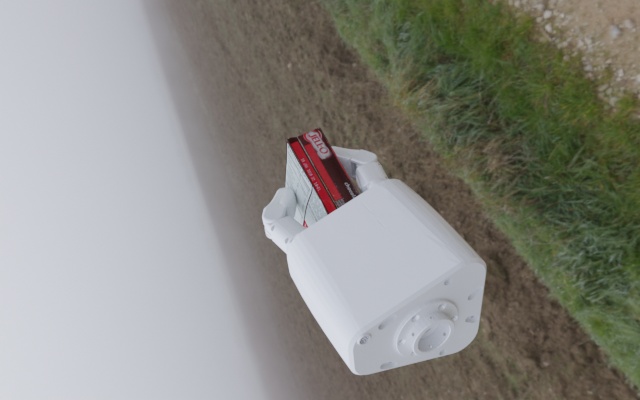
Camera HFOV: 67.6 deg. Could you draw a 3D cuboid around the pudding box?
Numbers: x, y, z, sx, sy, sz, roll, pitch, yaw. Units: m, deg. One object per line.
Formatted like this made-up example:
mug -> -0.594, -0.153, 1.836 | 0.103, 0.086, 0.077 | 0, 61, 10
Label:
pudding box -> 0.000, 0.002, 0.448 | 0.039, 0.090, 0.114 | -20, -25, -17
